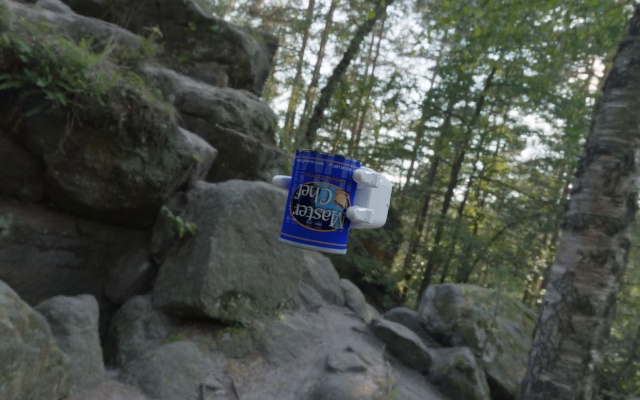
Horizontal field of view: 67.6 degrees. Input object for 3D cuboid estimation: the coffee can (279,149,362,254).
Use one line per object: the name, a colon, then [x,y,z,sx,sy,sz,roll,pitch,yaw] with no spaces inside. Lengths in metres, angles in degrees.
coffee can: [0.000,0.002,0.719,0.103,0.140,0.103,10,-1,0]
